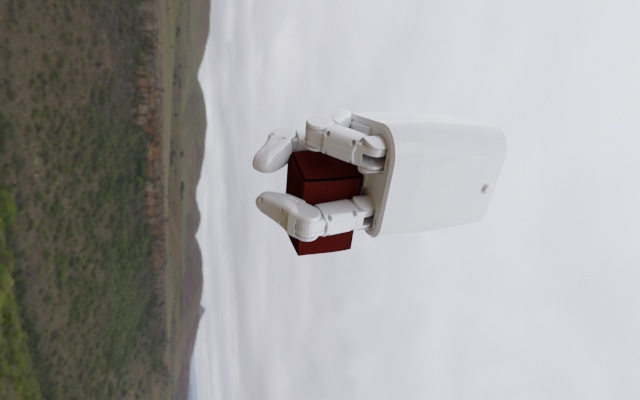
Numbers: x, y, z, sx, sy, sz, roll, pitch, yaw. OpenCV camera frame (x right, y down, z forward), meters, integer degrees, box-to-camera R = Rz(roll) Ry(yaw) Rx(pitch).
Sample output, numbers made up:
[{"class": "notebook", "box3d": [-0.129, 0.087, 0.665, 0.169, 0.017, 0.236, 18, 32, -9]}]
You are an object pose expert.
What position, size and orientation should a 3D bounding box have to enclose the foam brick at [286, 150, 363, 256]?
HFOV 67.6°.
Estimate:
[{"class": "foam brick", "box3d": [0.000, 0.002, 0.417, 0.051, 0.078, 0.053, -5, 35, -18]}]
